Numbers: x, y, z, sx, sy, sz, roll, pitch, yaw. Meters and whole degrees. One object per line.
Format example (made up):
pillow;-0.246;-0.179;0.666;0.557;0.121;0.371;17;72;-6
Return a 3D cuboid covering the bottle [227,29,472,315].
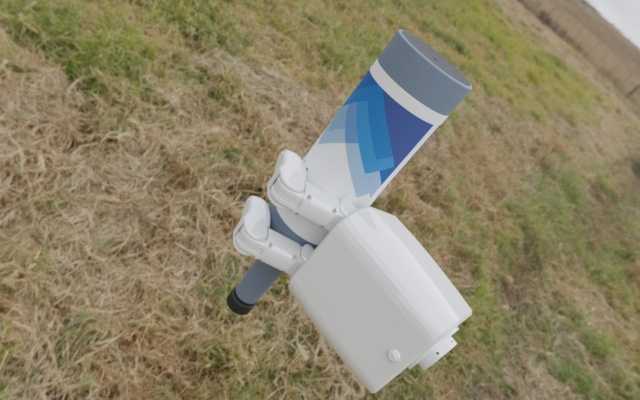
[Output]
bottle;0.000;0.001;0.405;0.069;0.069;0.296;0;-44;-50
